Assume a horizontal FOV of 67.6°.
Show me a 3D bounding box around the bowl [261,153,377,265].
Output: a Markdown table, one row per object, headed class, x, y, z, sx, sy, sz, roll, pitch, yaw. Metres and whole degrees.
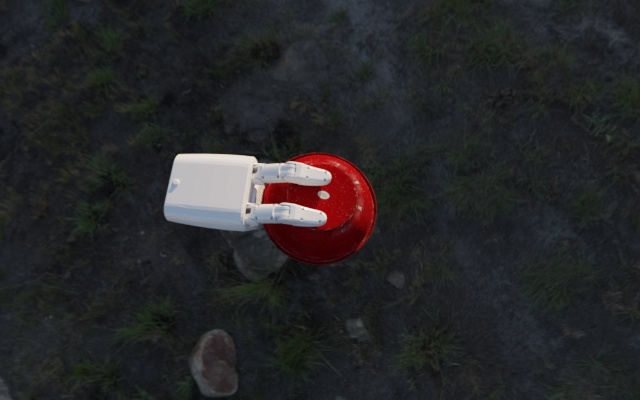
| class | x | y | z | sx | sy | sz | roll | pitch | yaw |
| --- | --- | --- | --- | --- | --- | --- | --- | --- | --- |
| bowl | 0.001 | 0.002 | 0.636 | 0.162 | 0.162 | 0.055 | 0 | -17 | -5 |
